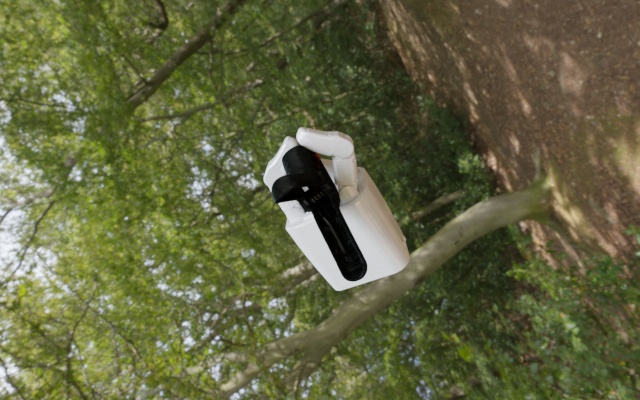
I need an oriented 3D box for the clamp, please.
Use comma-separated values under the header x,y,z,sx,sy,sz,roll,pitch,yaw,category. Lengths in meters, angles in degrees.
x,y,z,sx,sy,sz,roll,pitch,yaw,category
-0.001,0.002,0.463,0.039,0.120,0.171,-28,20,12,clamp
